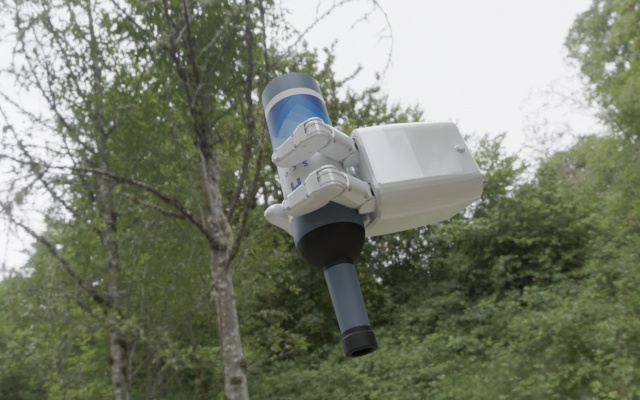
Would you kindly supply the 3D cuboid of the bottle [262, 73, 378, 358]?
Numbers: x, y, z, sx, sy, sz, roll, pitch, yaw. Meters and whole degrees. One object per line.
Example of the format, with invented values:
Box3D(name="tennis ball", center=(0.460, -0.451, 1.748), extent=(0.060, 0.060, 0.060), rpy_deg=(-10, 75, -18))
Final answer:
Box3D(name="bottle", center=(0.000, 0.001, 0.460), extent=(0.069, 0.295, 0.069), rpy_deg=(-11, -32, -7))
